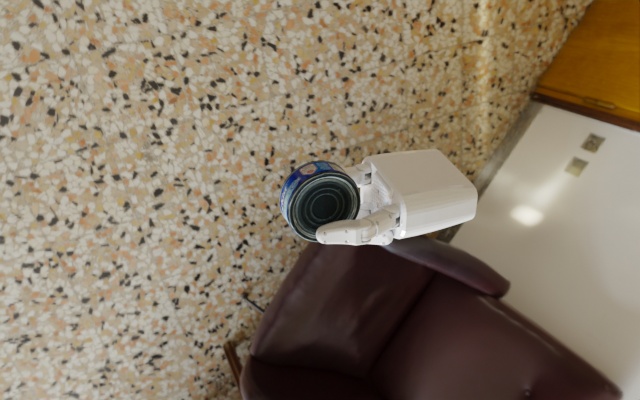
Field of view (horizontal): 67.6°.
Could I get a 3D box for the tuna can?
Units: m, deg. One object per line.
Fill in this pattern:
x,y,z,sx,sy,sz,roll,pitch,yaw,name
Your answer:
0.000,0.002,0.521,0.086,0.086,0.033,0,25,-22,tuna can
